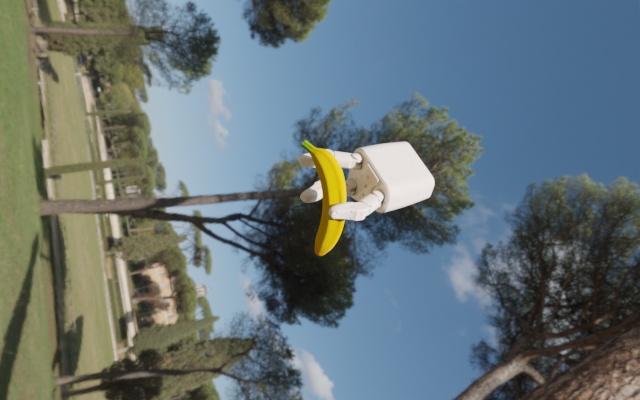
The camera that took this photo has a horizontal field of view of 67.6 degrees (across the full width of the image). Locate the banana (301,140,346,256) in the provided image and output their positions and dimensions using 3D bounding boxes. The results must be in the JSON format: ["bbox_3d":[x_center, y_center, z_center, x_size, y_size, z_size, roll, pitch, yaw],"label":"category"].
[{"bbox_3d":[0.012,0.002,0.763,0.037,0.198,0.069,-18,21,-37],"label":"banana"}]
